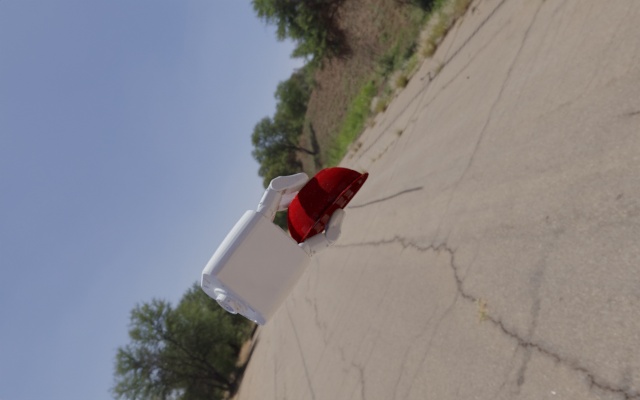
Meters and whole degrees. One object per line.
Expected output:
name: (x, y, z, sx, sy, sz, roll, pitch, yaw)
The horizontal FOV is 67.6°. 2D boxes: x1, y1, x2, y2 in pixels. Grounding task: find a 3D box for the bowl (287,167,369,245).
bowl: (0.001, 0.001, 0.722, 0.055, 0.162, 0.162, 43, 7, 8)
